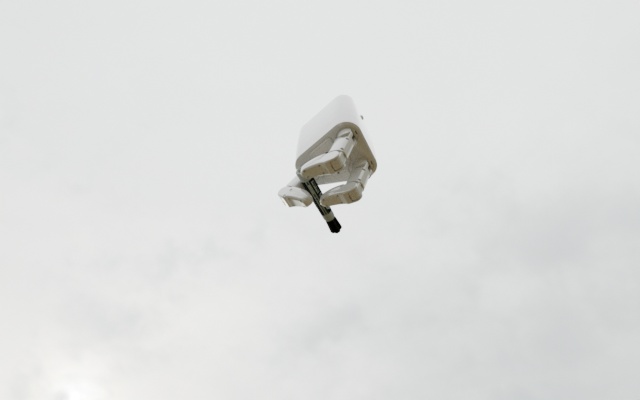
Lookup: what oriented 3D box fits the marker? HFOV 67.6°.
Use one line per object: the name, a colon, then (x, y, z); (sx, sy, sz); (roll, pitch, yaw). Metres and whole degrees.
marker: (0.000, 0.002, 0.681); (0.020, 0.121, 0.020); (-21, 34, 15)
